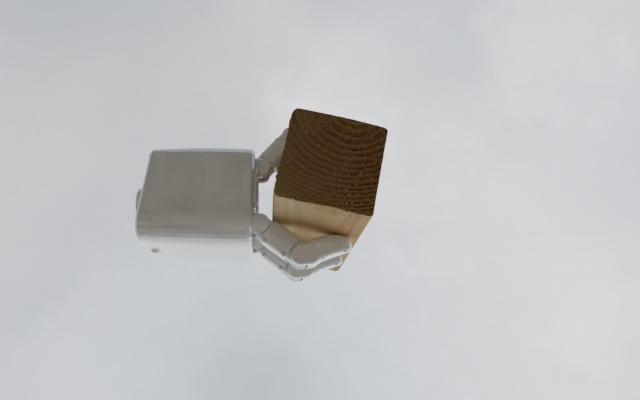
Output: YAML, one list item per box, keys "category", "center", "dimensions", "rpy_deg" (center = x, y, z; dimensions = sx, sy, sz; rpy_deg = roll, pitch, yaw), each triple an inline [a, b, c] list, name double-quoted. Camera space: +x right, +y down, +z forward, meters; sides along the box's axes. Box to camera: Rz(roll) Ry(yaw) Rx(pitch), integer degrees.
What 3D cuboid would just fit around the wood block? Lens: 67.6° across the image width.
- category: "wood block"
  center: [0.000, 0.001, 0.510]
  dimensions: [0.090, 0.090, 0.206]
  rpy_deg: [12, -22, -2]
